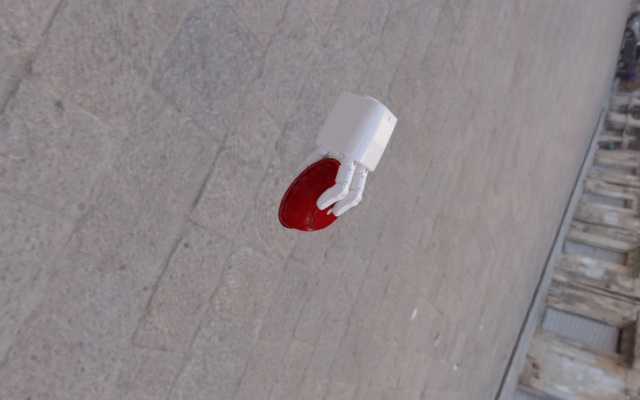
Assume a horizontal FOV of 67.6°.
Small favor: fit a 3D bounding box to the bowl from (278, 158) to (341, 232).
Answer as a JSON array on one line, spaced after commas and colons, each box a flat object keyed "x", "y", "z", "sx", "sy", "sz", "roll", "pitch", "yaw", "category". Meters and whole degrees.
[{"x": 0.000, "y": 0.004, "z": 0.885, "sx": 0.055, "sy": 0.162, "sz": 0.162, "roll": 41, "pitch": 22, "yaw": 27, "category": "bowl"}]
